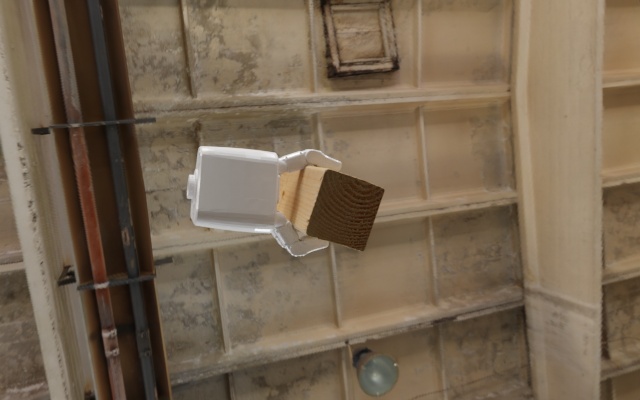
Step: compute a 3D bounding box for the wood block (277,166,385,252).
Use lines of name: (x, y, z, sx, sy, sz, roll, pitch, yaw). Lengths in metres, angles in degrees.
wood block: (0.000, 0.002, 0.709, 0.090, 0.091, 0.206, 18, 1, -20)
